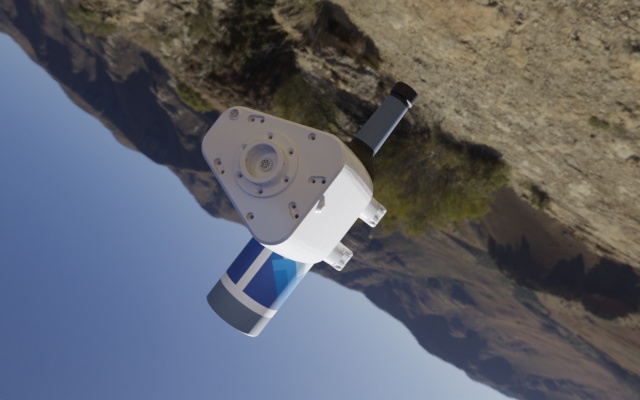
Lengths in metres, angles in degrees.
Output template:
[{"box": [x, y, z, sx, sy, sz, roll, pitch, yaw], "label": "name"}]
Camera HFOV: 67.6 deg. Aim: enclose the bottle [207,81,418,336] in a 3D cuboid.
[{"box": [0.000, 0.002, 0.491, 0.069, 0.295, 0.069, 38, 0, 0], "label": "bottle"}]
